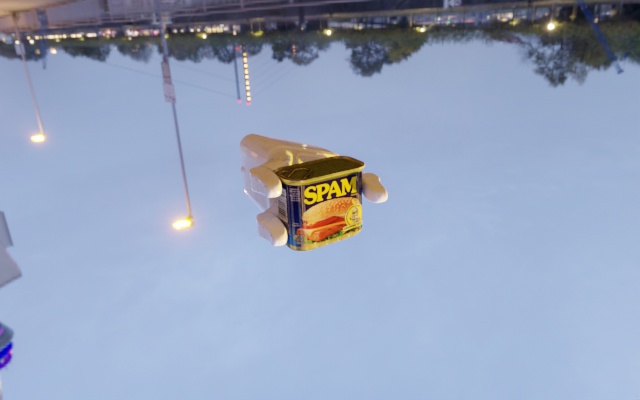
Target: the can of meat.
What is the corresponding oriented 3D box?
[{"bbox_3d":[0.000,0.002,0.542,0.102,0.084,0.057,-14,24,-29],"label":"can of meat"}]
